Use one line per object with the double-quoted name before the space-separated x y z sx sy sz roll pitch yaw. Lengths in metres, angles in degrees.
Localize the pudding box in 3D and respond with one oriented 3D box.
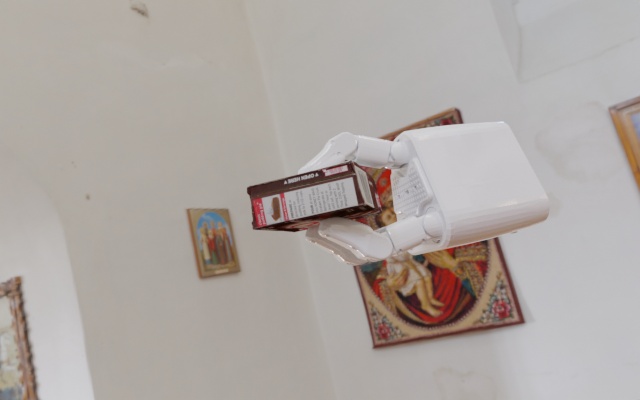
"pudding box" 0.000 0.001 0.407 0.090 0.039 0.113 -14 -10 12
